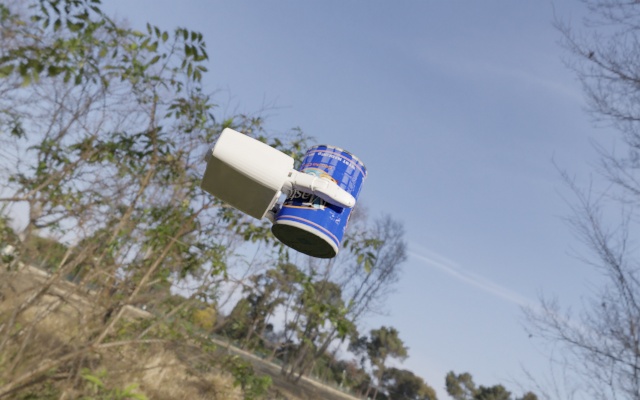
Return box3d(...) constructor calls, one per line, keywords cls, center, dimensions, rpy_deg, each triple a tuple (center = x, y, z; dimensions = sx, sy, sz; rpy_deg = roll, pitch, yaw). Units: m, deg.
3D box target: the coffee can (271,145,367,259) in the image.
box3d(cls="coffee can", center=(0.000, 0.003, 0.719), dimensions=(0.103, 0.140, 0.103), rpy_deg=(19, -25, 9))
